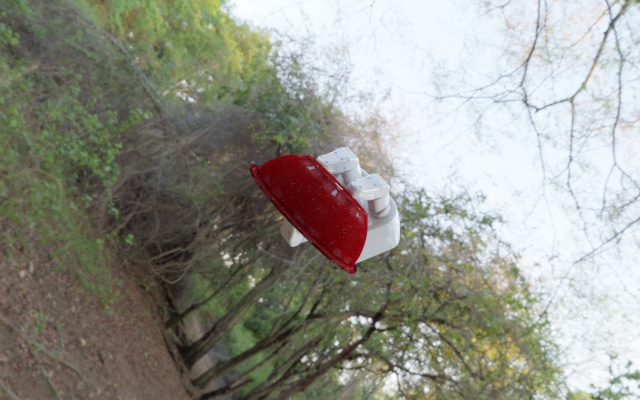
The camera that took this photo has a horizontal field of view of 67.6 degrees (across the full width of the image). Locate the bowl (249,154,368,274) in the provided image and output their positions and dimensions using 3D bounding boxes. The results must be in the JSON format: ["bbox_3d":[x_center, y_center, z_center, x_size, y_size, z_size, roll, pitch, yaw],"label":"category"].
[{"bbox_3d":[0.000,0.001,0.512,0.055,0.162,0.162,-44,-6,6],"label":"bowl"}]
